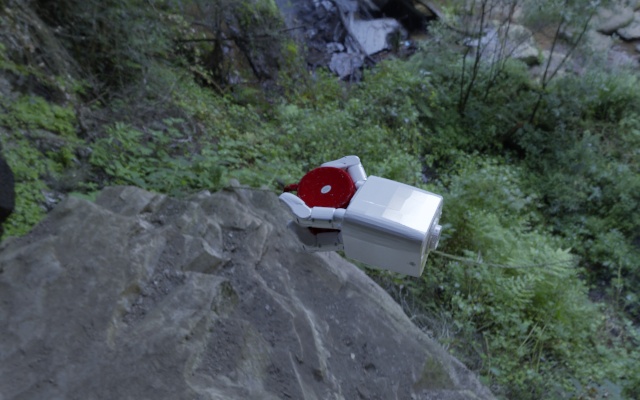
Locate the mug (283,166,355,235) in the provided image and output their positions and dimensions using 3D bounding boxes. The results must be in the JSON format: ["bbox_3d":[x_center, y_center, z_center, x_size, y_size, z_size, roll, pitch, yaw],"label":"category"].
[{"bbox_3d":[-0.001,0.002,0.691,0.117,0.093,0.082,15,-32,19],"label":"mug"}]
